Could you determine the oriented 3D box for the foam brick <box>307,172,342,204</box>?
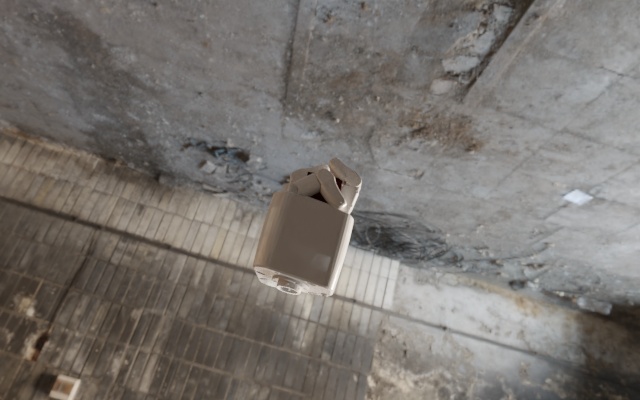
[{"bbox_3d":[0.000,0.002,0.693,0.053,0.051,0.078,13,-24,7],"label":"foam brick"}]
